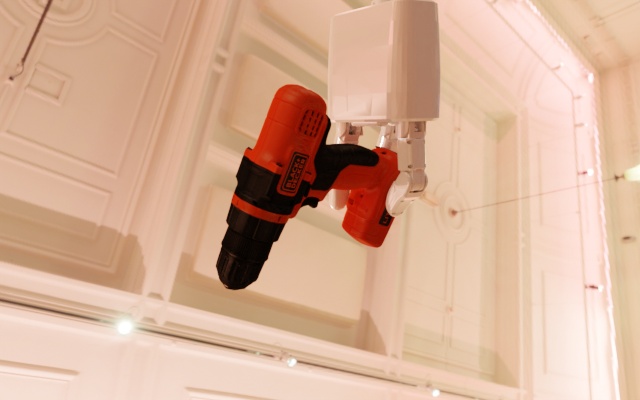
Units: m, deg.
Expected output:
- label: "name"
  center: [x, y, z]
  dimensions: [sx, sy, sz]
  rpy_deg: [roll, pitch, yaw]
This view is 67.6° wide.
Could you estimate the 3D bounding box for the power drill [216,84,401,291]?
- label: "power drill"
  center: [0.000, 0.001, 0.456]
  dimensions: [0.057, 0.184, 0.188]
  rpy_deg: [32, 14, 39]
